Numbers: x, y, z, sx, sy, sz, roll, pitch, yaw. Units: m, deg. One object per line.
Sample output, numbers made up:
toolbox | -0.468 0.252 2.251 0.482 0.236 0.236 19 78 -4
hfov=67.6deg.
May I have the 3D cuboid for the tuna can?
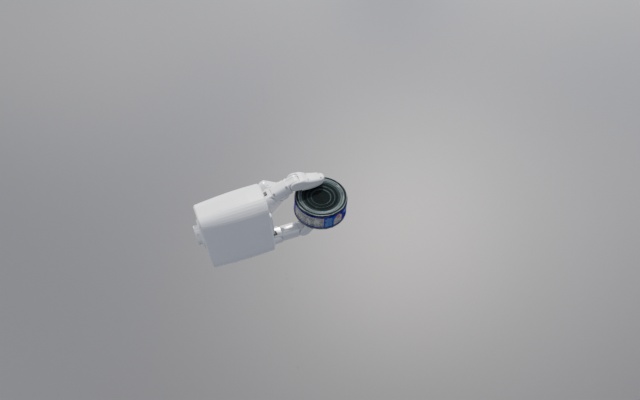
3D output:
tuna can | 0.000 0.002 0.761 0.086 0.086 0.034 0 -40 -4
